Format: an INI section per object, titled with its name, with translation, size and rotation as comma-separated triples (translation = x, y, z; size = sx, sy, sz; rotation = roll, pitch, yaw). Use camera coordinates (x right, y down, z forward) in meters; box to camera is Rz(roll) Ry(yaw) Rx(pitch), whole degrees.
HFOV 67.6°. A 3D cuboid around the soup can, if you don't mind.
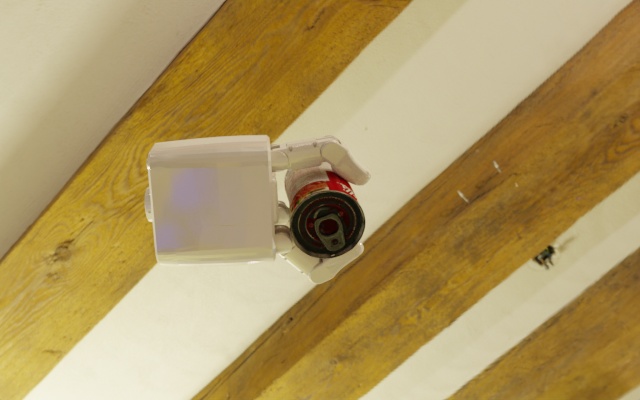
[soup can]
translation = 0.001, 0.001, 0.465
size = 0.068, 0.068, 0.102
rotation = 0, 25, -8
